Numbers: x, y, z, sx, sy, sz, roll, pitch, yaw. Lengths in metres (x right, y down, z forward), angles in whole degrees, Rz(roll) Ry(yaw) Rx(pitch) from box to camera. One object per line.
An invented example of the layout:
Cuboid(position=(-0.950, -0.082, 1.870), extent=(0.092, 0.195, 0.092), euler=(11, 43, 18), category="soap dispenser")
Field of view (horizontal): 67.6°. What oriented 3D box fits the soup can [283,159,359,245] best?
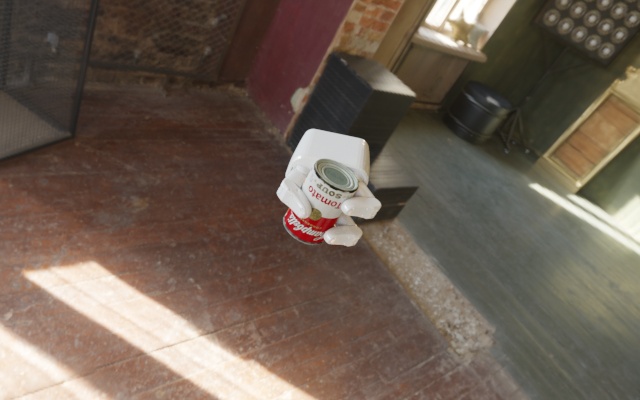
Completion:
Cuboid(position=(0.000, 0.002, 0.653), extent=(0.068, 0.102, 0.068), euler=(22, 33, -15), category="soup can")
